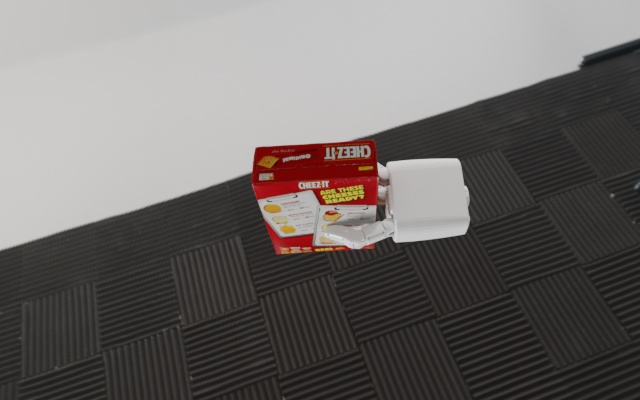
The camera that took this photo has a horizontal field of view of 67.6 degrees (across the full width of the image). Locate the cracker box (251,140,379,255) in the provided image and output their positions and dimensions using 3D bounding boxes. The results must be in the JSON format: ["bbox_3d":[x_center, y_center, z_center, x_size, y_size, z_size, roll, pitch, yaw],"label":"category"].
[{"bbox_3d":[0.000,0.003,0.707,0.164,0.072,0.214,-4,-32,3],"label":"cracker box"}]
